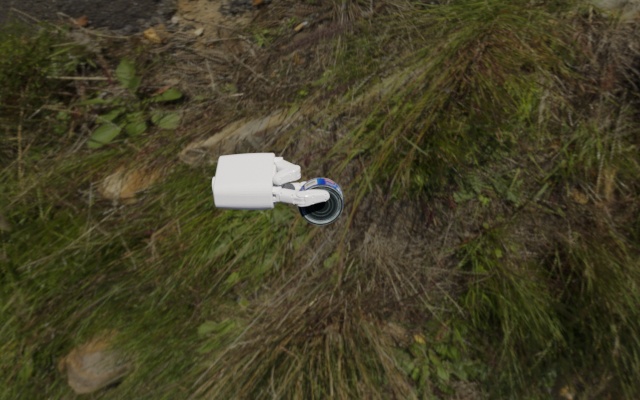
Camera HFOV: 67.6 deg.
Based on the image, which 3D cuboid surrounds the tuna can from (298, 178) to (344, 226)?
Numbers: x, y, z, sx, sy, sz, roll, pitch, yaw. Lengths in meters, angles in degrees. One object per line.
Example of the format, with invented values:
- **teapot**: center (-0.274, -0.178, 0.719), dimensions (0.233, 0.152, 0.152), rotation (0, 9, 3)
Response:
- **tuna can**: center (0.000, 0.003, 0.887), dimensions (0.086, 0.086, 0.033), rotation (0, 26, -4)
